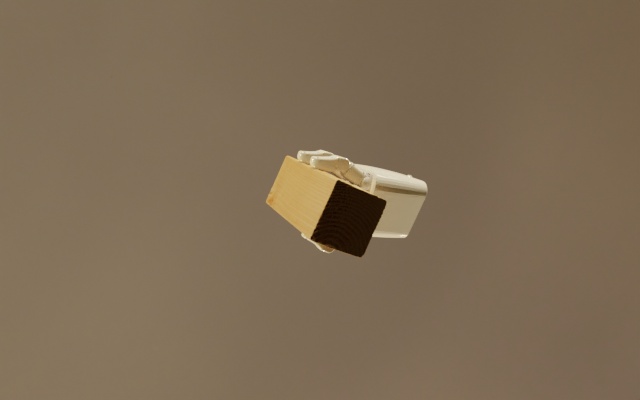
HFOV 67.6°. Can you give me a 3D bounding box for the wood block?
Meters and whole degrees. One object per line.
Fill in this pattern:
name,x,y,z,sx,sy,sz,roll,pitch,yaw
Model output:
wood block,0.000,0.003,0.734,0.090,0.091,0.206,22,4,-26
